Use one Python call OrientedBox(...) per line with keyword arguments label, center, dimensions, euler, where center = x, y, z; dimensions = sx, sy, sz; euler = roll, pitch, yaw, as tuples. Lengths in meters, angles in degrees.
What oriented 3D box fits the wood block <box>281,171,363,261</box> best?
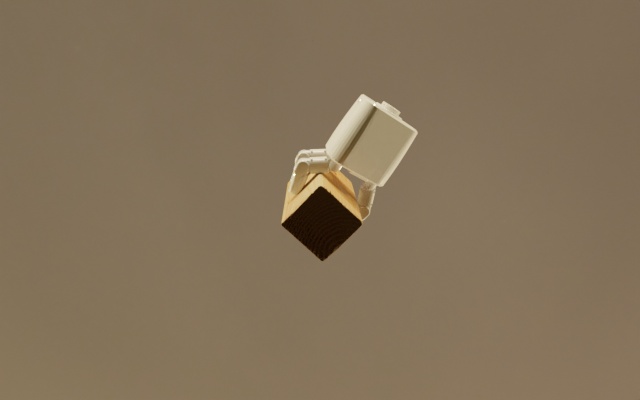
OrientedBox(label="wood block", center=(0.001, 0.002, 0.800), dimensions=(0.091, 0.090, 0.206), euler=(42, 13, -13))
